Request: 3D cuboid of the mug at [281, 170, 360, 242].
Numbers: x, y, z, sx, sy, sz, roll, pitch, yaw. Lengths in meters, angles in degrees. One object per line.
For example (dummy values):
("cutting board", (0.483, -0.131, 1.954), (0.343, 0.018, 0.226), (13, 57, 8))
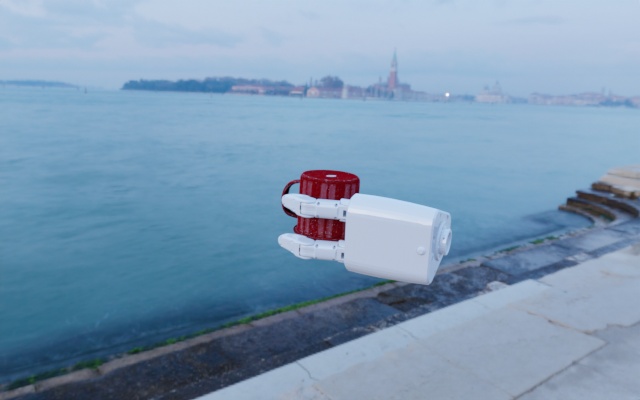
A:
("mug", (-0.001, 0.002, 0.657), (0.117, 0.081, 0.093), (10, 15, 24))
